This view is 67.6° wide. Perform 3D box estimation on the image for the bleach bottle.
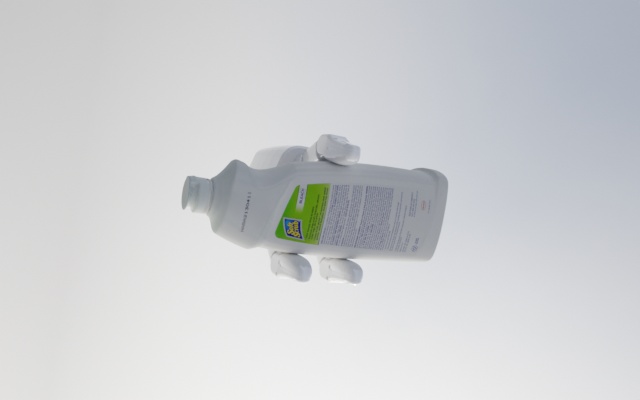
[{"bbox_3d":[0.000,0.002,0.452,0.251,0.102,0.068,8,3,-27],"label":"bleach bottle"}]
